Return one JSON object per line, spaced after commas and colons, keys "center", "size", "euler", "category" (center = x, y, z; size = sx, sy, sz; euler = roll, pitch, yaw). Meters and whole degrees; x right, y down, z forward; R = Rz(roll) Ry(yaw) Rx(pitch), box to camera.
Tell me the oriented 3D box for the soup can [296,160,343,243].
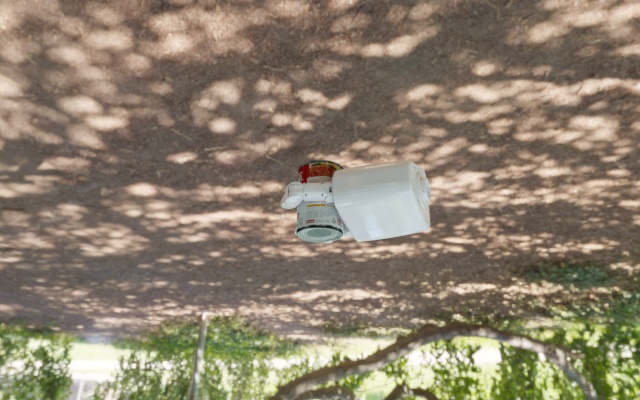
{"center": [0.000, 0.003, 0.685], "size": [0.068, 0.102, 0.068], "euler": [1, -23, 0], "category": "soup can"}
